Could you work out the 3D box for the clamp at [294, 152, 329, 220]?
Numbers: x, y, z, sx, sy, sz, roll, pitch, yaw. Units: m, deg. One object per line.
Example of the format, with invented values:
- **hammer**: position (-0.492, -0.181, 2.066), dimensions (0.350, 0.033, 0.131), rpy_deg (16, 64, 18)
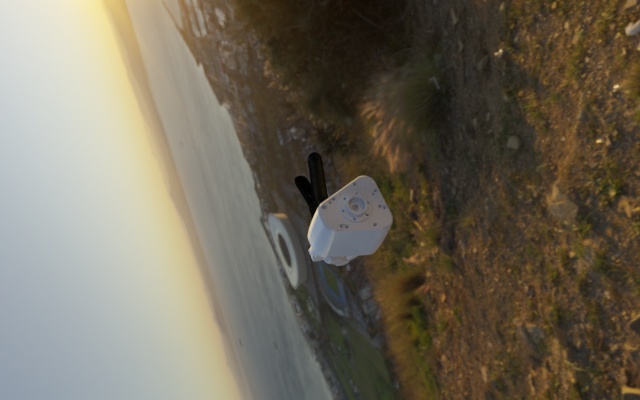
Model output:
- **clamp**: position (0.000, 0.003, 0.838), dimensions (0.039, 0.171, 0.120), rpy_deg (-18, -22, -17)
